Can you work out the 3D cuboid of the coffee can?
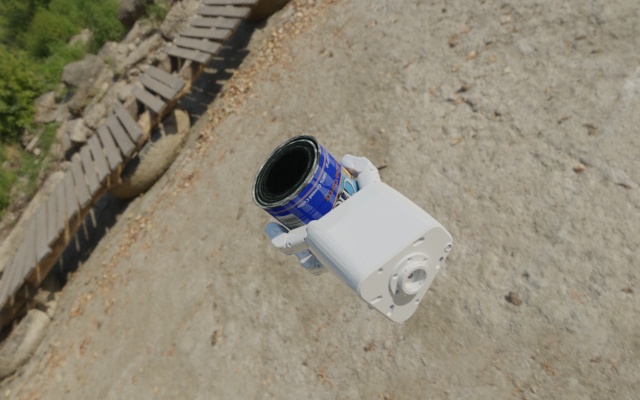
[{"bbox_3d":[0.000,0.002,0.588,0.103,0.102,0.140,0,-32,45],"label":"coffee can"}]
